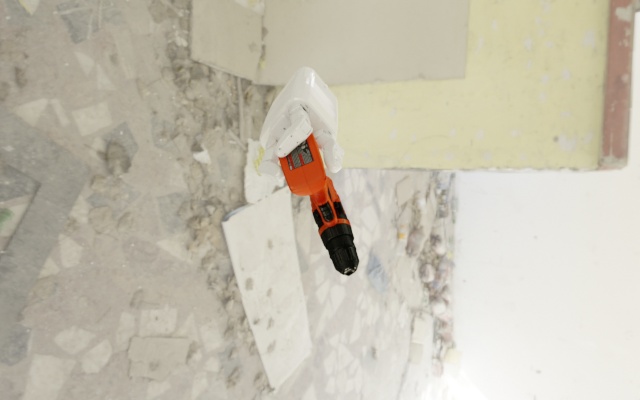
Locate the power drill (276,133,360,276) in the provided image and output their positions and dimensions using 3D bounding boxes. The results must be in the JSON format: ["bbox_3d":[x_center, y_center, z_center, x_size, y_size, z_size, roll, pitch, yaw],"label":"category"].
[{"bbox_3d":[0.000,0.002,0.704,0.057,0.184,0.188,-23,-36,2],"label":"power drill"}]
